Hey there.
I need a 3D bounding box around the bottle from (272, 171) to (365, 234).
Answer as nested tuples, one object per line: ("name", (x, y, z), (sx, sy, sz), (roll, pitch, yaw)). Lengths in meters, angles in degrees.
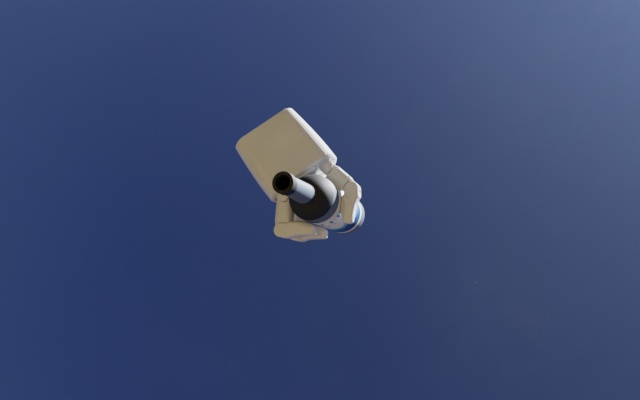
("bottle", (0.000, 0.002, 0.698), (0.069, 0.069, 0.296), (0, -9, 18))
